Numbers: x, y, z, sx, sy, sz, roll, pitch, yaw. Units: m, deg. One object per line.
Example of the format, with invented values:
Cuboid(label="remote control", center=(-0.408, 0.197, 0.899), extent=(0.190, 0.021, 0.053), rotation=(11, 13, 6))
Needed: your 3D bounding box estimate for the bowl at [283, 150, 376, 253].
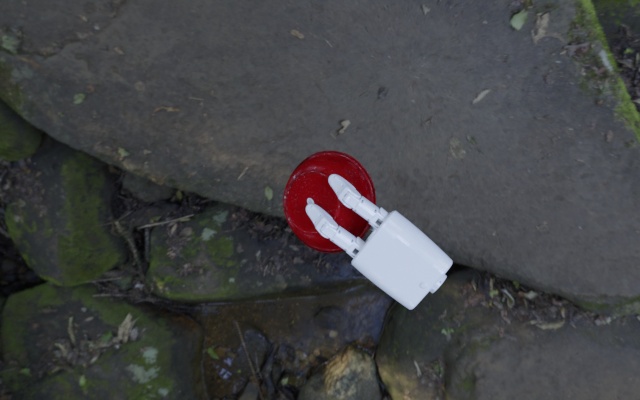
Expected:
Cuboid(label="bowl", center=(-0.001, 0.002, 0.727), extent=(0.162, 0.162, 0.055), rotation=(0, 0, 29))
